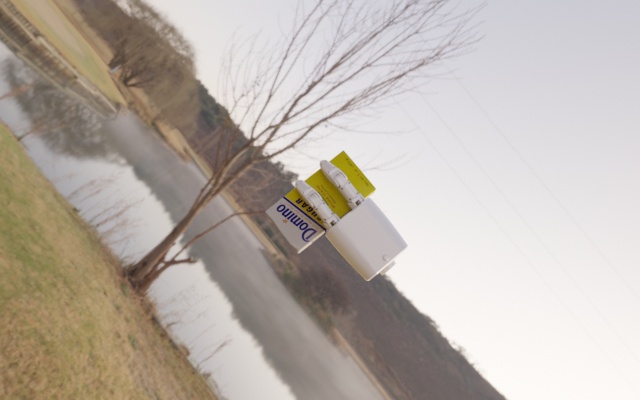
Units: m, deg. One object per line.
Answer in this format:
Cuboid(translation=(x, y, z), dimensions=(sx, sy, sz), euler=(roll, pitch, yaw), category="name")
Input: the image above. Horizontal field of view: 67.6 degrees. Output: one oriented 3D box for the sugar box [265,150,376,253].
Cuboid(translation=(0.000, 0.003, 0.836), dimensions=(0.176, 0.093, 0.048), euler=(-39, -7, -8), category="sugar box")
